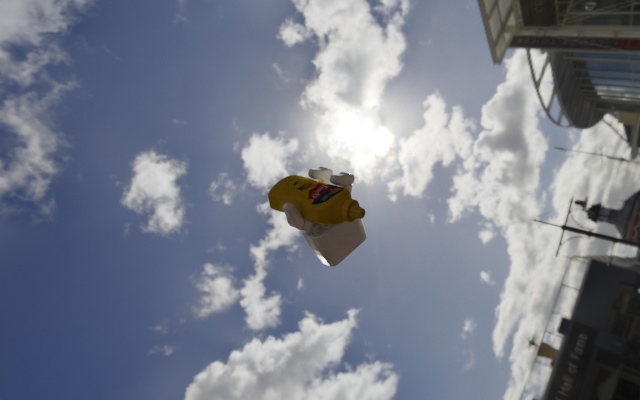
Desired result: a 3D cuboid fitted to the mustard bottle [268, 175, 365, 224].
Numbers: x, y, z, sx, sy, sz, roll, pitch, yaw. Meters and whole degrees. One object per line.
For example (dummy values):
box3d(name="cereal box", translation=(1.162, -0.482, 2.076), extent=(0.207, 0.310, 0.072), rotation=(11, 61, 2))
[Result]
box3d(name="mustard bottle", translation=(0.000, 0.003, 0.887), extent=(0.191, 0.058, 0.096), rotation=(16, 34, 37))
